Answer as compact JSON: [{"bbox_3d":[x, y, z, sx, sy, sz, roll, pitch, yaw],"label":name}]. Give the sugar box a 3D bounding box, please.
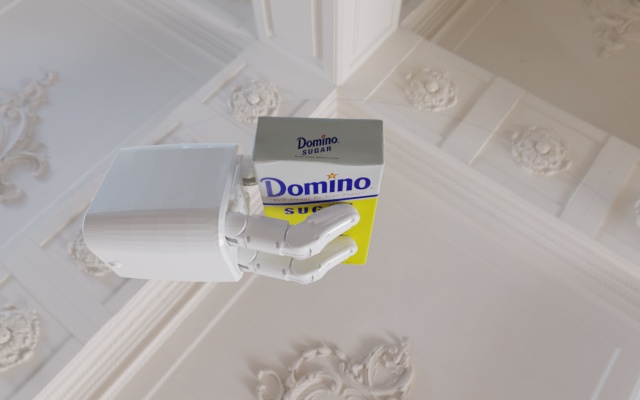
[{"bbox_3d":[0.000,0.002,0.405,0.093,0.048,0.176,2,-28,3],"label":"sugar box"}]
